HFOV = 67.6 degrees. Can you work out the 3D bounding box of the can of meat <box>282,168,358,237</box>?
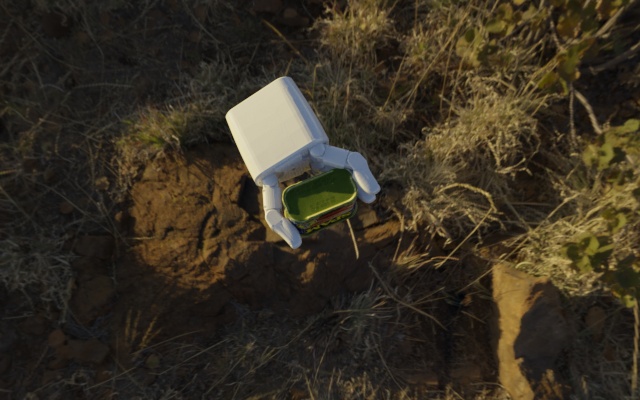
[{"bbox_3d":[0.000,0.002,0.644,0.102,0.057,0.084,-23,-14,-5],"label":"can of meat"}]
